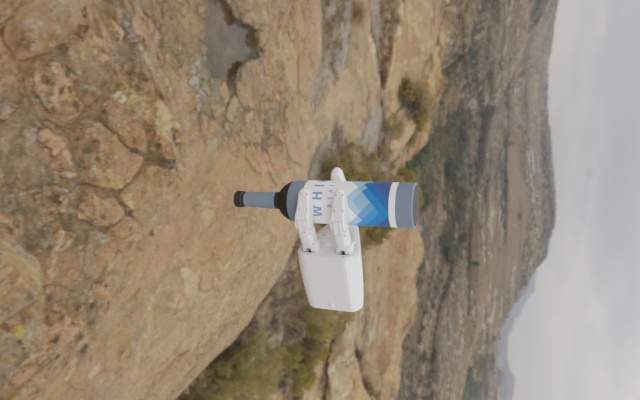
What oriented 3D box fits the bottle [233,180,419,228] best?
[{"bbox_3d":[0.000,0.002,0.744,0.295,0.069,0.069,2,1,20],"label":"bottle"}]
